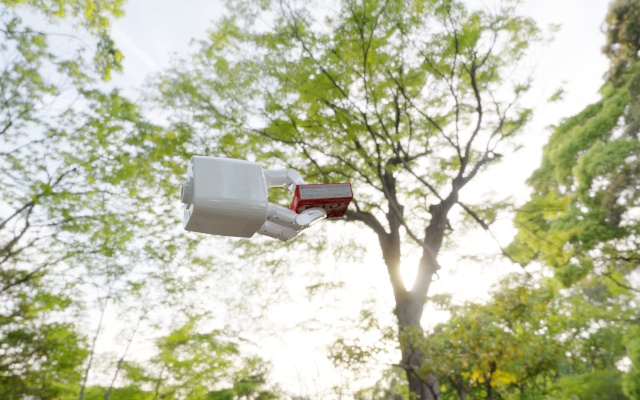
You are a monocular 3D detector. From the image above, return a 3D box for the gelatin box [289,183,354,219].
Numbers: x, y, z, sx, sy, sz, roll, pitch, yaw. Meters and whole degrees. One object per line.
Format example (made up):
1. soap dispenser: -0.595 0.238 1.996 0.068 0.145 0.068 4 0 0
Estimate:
1. gelatin box: 0.000 0.002 0.755 0.089 0.030 0.073 -3 -26 -14
